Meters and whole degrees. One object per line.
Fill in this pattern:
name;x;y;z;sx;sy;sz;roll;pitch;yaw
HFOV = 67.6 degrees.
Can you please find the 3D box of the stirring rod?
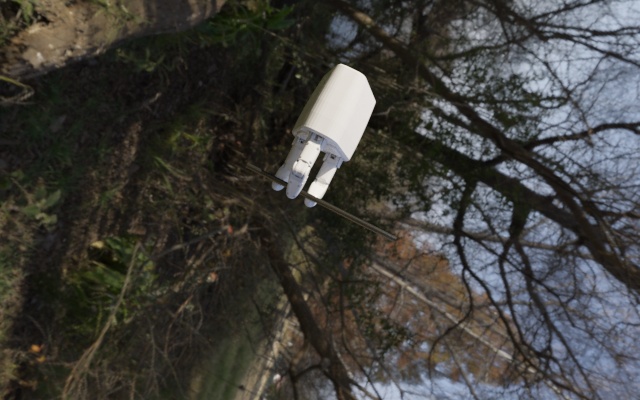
stirring rod;0.000;0.002;0.689;0.239;0.011;0.011;27;2;4
